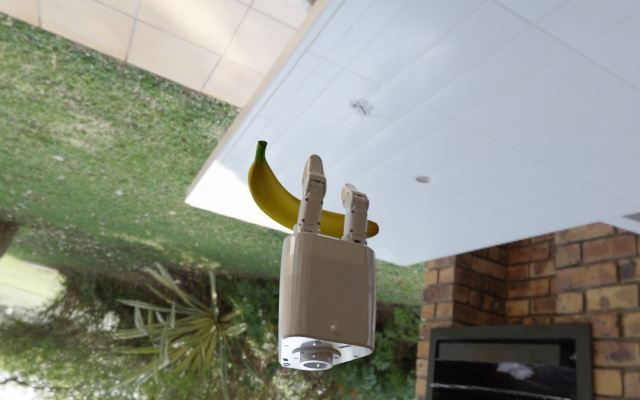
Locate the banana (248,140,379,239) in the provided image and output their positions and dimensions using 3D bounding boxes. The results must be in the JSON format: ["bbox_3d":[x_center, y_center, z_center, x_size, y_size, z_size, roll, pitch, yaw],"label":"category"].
[{"bbox_3d":[-0.016,0.011,0.557,0.070,0.037,0.198,-38,-54,25],"label":"banana"}]
